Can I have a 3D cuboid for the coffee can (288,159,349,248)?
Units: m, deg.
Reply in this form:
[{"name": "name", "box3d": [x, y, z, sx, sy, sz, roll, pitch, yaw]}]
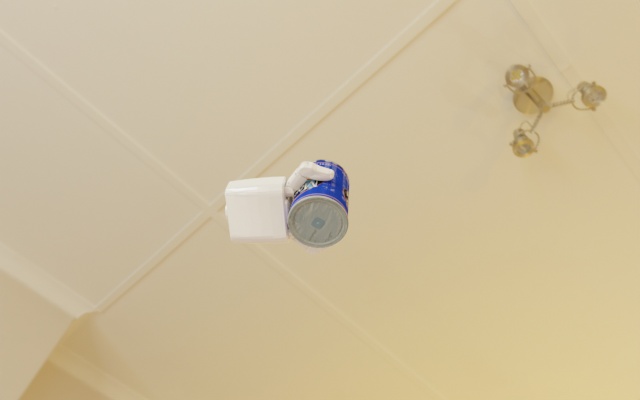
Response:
[{"name": "coffee can", "box3d": [0.000, 0.003, 0.859, 0.103, 0.103, 0.140, 0, 31, 4]}]
